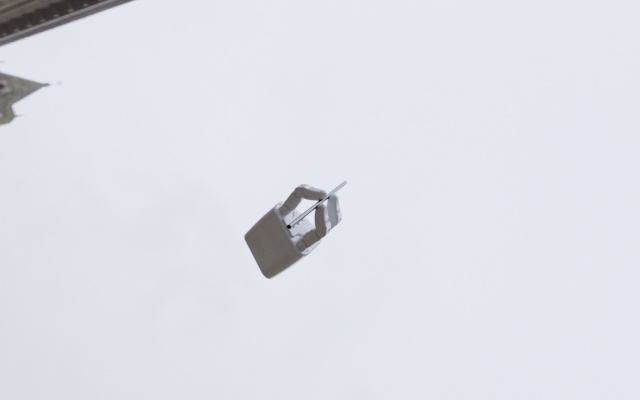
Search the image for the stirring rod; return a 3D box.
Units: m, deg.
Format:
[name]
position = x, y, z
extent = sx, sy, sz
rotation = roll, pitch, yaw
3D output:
[stirring rod]
position = 0.000, 0.003, 0.844
extent = 0.011, 0.011, 0.239
rotation = 0, 18, 25
